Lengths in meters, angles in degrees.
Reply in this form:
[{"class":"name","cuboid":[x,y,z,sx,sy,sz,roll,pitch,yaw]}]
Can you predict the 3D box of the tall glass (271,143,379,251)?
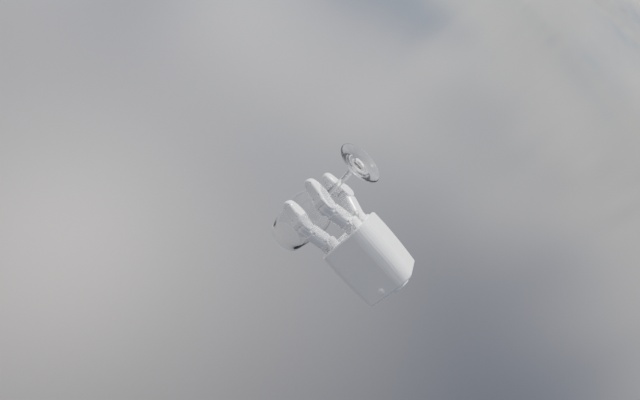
[{"class":"tall glass","cuboid":[0.000,0.002,0.760,0.079,0.079,0.201,0,-36,-48]}]
